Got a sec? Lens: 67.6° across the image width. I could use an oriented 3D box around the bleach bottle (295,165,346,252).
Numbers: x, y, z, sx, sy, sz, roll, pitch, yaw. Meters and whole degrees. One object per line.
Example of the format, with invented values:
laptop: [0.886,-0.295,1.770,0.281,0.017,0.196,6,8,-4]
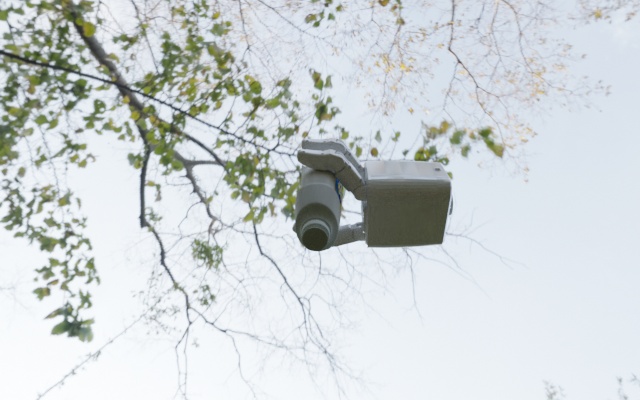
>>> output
bleach bottle: [0.000,0.002,0.627,0.068,0.103,0.250,-2,22,4]
